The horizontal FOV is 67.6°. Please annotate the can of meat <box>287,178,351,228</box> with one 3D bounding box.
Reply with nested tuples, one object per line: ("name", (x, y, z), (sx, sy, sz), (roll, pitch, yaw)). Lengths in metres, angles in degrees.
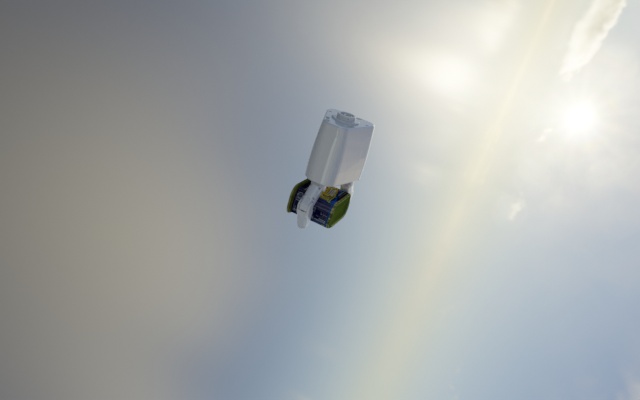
("can of meat", (0.000, 0.003, 0.866), (0.084, 0.057, 0.102), (24, 23, 15))
